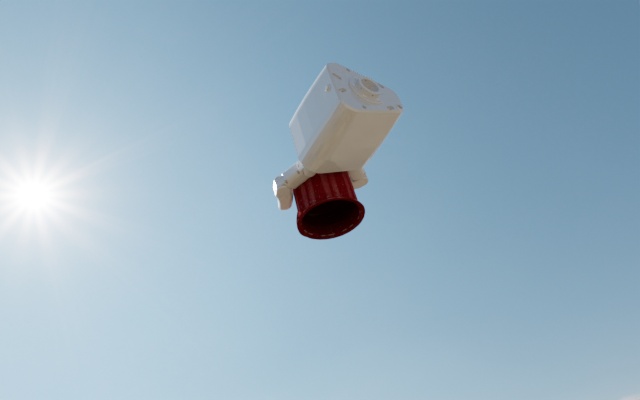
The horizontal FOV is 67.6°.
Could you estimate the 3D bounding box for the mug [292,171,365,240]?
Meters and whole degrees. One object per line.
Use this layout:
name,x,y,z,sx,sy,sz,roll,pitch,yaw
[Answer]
mug,-0.001,0.003,0.664,0.093,0.081,0.117,10,-43,-30
